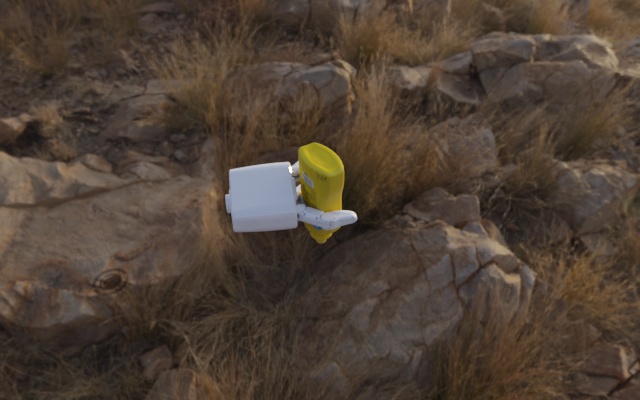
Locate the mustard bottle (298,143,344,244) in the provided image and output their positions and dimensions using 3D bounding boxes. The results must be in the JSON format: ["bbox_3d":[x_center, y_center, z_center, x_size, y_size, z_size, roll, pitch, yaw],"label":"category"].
[{"bbox_3d":[0.000,0.002,0.824,0.058,0.192,0.096,-24,46,-25],"label":"mustard bottle"}]
